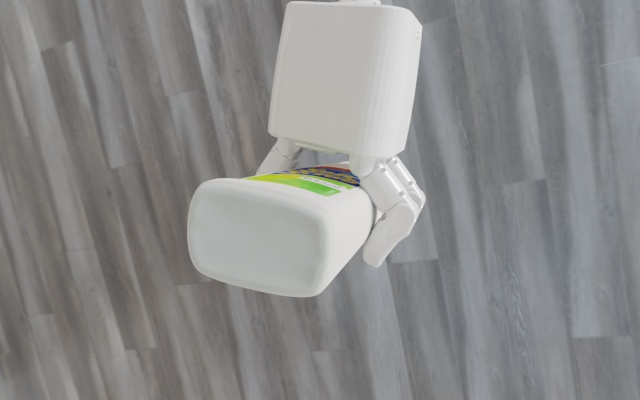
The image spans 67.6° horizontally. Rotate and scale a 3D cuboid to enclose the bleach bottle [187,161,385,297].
[{"bbox_3d":[0.000,0.001,0.405,0.102,0.068,0.251,11,14,16],"label":"bleach bottle"}]
